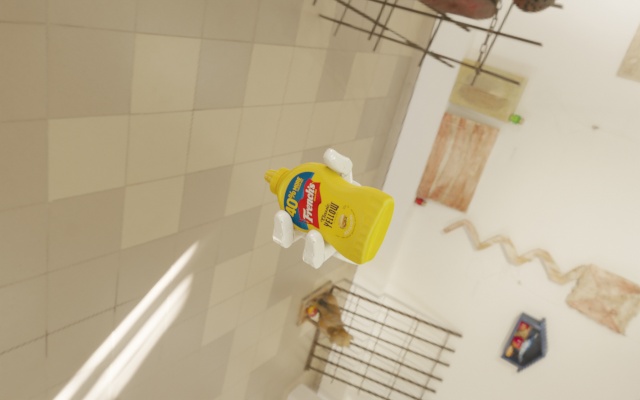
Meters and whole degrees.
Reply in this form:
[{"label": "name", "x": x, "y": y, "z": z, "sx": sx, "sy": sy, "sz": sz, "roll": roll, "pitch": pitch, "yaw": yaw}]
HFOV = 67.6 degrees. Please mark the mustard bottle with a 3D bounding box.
[{"label": "mustard bottle", "x": 0.000, "y": 0.002, "z": 0.646, "sx": 0.191, "sy": 0.096, "sz": 0.058, "roll": 28, "pitch": 21, "yaw": 27}]
